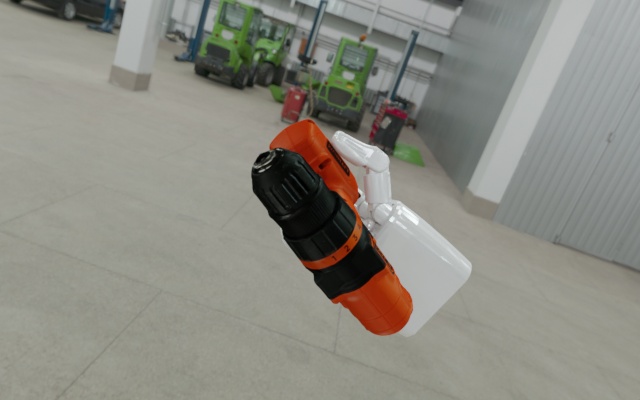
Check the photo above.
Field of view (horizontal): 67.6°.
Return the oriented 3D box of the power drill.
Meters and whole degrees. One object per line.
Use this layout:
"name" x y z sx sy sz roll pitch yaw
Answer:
"power drill" 0.000 0.001 0.403 0.057 0.184 0.187 -30 31 9
